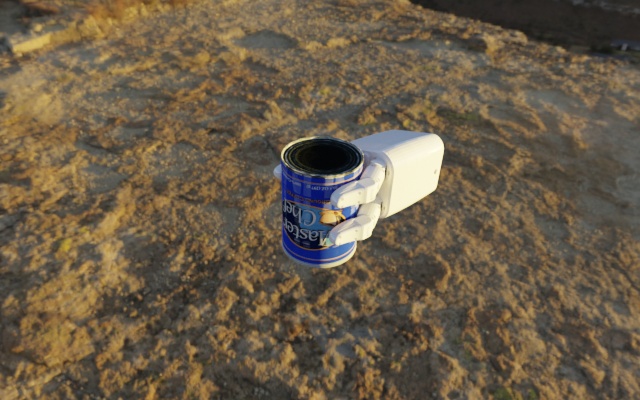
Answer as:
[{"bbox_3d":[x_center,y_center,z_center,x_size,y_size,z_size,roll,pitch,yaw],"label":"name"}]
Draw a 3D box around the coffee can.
[{"bbox_3d":[0.000,0.002,0.621,0.103,0.140,0.102,1,34,-1],"label":"coffee can"}]
